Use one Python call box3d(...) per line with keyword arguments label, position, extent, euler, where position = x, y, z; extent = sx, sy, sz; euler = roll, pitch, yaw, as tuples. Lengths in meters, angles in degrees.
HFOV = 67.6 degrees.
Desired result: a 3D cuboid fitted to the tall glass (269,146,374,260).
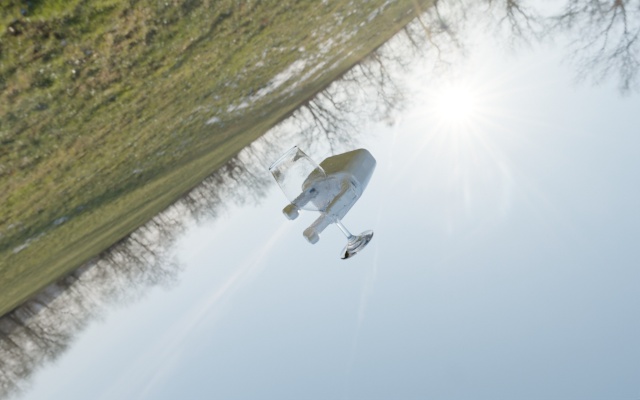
box3d(label="tall glass", position=(0.001, 0.003, 0.809), extent=(0.079, 0.201, 0.079), euler=(-39, 12, 9))
